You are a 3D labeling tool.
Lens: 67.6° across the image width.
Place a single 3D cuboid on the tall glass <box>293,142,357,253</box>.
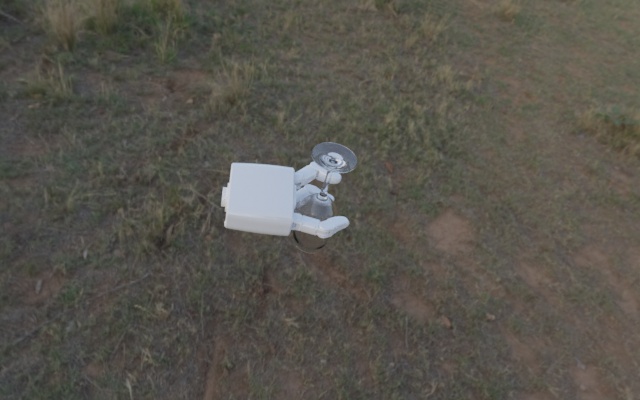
[{"bbox_3d":[0.000,0.002,0.816,0.079,0.201,0.079,9,42,-8],"label":"tall glass"}]
